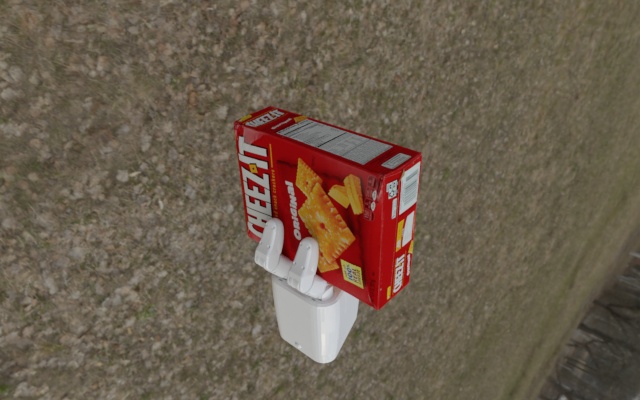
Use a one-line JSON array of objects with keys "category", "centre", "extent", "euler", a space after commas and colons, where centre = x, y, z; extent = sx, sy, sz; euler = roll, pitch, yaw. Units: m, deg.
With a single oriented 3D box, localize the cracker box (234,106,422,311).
[{"category": "cracker box", "centre": [0.000, 0.002, 0.538], "extent": [0.213, 0.164, 0.072], "euler": [24, 39, 35]}]
